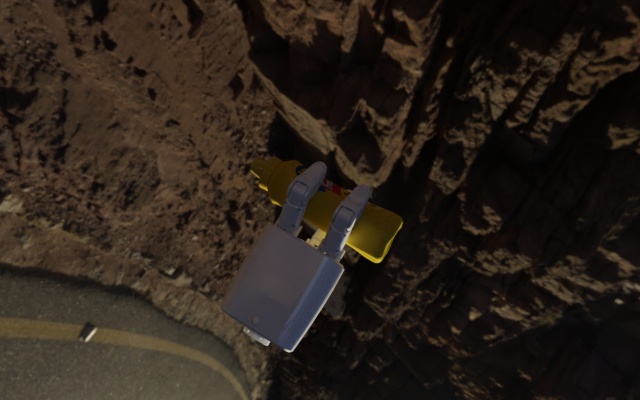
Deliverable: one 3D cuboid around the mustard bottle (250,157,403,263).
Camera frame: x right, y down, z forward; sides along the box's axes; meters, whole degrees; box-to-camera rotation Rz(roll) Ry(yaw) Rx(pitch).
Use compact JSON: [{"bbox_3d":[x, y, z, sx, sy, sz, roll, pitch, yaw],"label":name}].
[{"bbox_3d":[0.000,0.002,0.564,0.191,0.058,0.096,29,14,11],"label":"mustard bottle"}]
